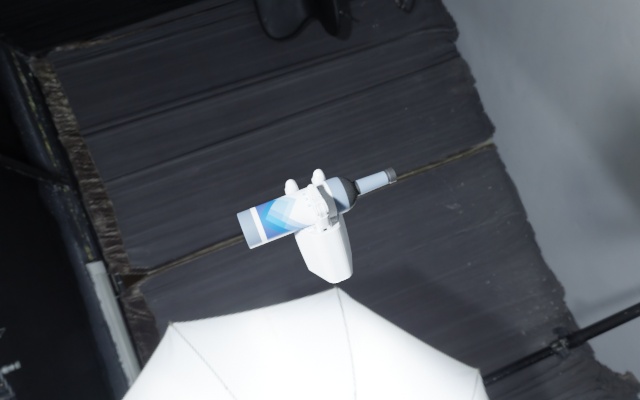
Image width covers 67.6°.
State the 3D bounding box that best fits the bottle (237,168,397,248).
[{"bbox_3d":[0.000,0.003,0.867,0.295,0.069,0.069,-21,3,-8],"label":"bottle"}]
